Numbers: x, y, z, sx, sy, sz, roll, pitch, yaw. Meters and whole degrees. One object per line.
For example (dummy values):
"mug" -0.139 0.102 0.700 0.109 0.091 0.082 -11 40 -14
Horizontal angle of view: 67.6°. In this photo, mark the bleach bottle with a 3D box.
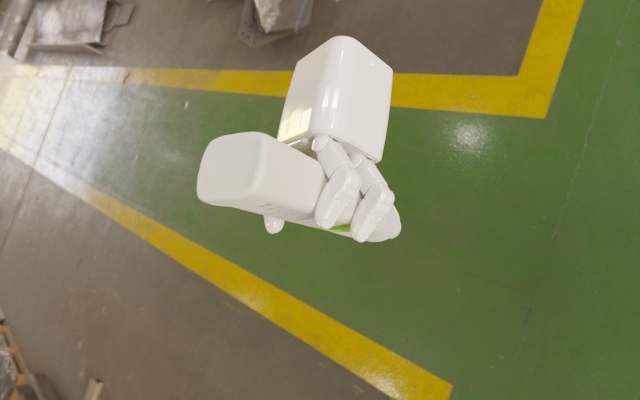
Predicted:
"bleach bottle" 0.000 0.002 0.518 0.102 0.068 0.251 -1 -16 43
